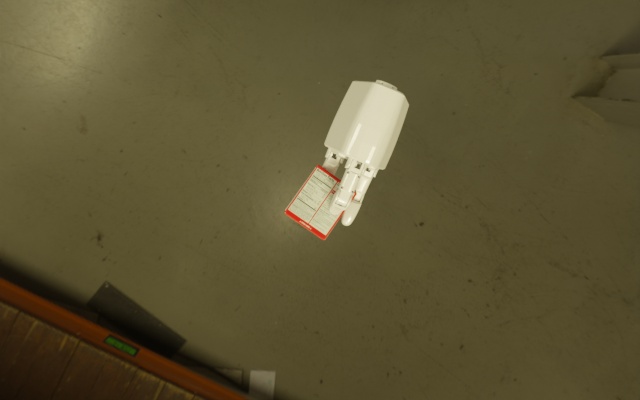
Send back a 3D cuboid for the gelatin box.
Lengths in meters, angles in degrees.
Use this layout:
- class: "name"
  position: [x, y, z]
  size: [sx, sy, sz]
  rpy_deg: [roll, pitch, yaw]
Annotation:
- class: "gelatin box"
  position: [0.000, 0.003, 0.715]
  size: [0.073, 0.089, 0.030]
  rpy_deg: [35, 1, -6]
